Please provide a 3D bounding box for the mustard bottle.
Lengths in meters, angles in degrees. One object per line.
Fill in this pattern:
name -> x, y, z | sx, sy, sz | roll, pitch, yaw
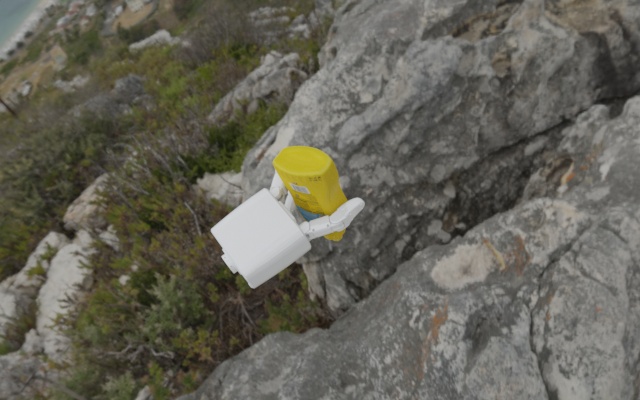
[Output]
mustard bottle -> 0.000, 0.002, 0.745 | 0.096, 0.058, 0.192 | 14, -33, 32
